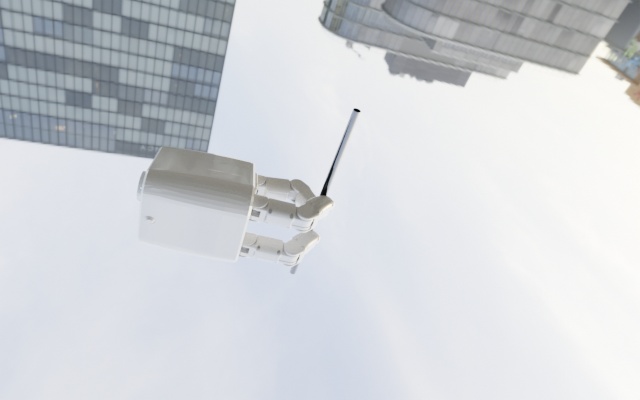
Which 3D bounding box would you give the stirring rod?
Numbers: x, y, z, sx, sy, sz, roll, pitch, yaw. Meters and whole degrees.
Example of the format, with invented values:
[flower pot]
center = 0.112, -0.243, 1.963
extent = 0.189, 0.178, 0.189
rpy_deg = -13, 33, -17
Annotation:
[stirring rod]
center = 0.000, 0.002, 0.536
extent = 0.011, 0.240, 0.011
rpy_deg = 13, 38, -11
